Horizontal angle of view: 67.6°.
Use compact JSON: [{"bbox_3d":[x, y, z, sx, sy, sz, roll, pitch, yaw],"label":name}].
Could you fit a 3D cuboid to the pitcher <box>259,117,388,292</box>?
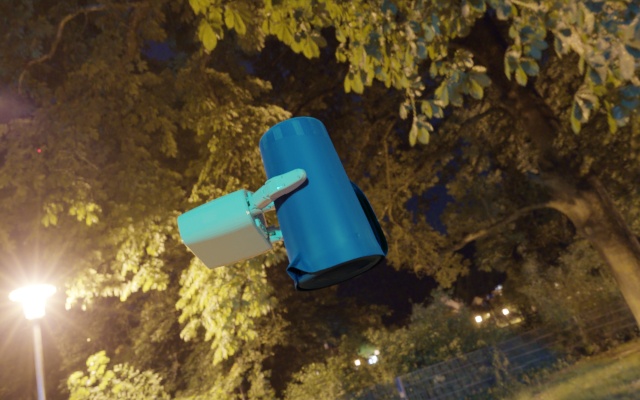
[{"bbox_3d":[0.000,0.002,0.713,0.145,0.242,0.149,-21,-20,4],"label":"pitcher"}]
